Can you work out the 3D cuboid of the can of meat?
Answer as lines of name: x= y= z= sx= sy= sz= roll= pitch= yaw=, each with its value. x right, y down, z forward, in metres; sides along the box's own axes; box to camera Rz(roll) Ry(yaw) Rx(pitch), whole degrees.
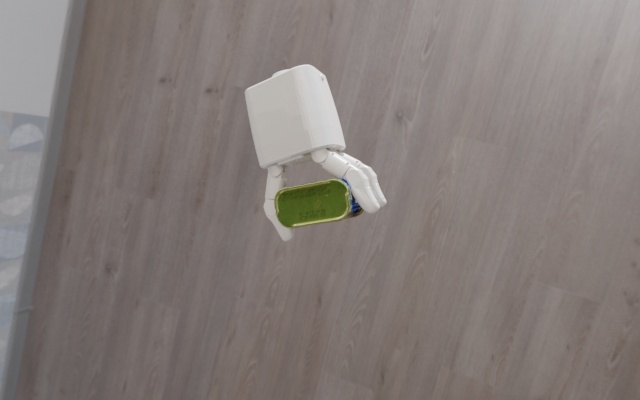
can of meat: x=0.000 y=0.002 z=0.616 sx=0.102 sy=0.057 sz=0.084 roll=-10 pitch=0 yaw=16
